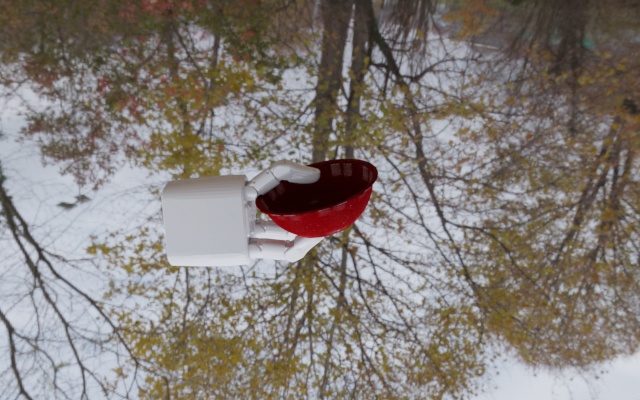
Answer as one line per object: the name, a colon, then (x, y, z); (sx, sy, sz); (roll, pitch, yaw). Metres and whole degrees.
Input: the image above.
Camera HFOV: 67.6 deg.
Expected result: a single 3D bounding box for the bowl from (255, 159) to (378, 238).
bowl: (0.001, 0.002, 0.619); (0.162, 0.055, 0.162); (-13, 24, 6)
